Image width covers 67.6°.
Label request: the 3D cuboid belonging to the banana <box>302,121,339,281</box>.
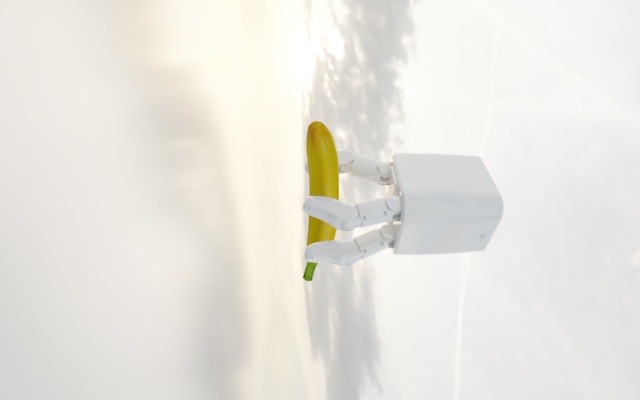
[{"bbox_3d":[0.002,-0.004,0.545,0.037,0.198,0.069,4,29,6],"label":"banana"}]
